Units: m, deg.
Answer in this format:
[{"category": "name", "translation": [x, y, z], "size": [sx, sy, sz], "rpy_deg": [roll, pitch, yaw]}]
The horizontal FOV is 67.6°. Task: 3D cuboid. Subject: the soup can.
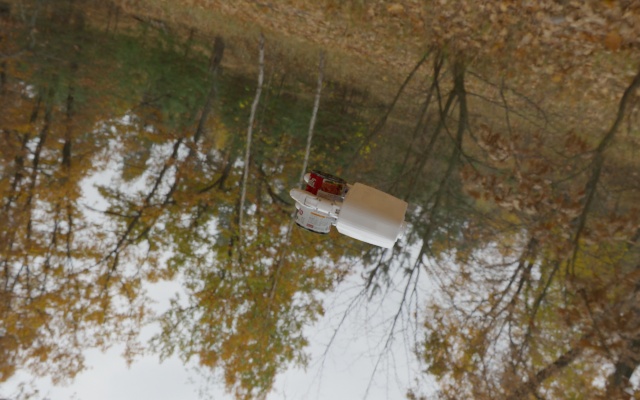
[{"category": "soup can", "translation": [0.000, 0.003, 0.870], "size": [0.068, 0.102, 0.068], "rpy_deg": [18, 9, -3]}]
